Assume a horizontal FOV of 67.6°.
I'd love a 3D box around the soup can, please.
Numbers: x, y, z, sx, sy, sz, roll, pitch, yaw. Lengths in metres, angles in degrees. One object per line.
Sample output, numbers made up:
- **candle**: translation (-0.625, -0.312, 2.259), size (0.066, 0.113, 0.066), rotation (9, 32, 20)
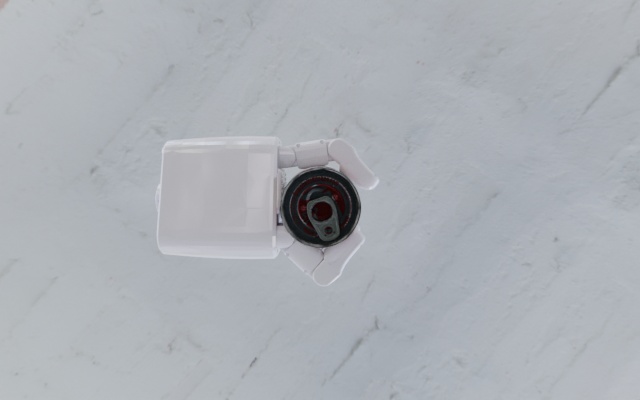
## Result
- **soup can**: translation (0.001, 0.001, 0.445), size (0.068, 0.068, 0.102), rotation (0, 6, 0)
